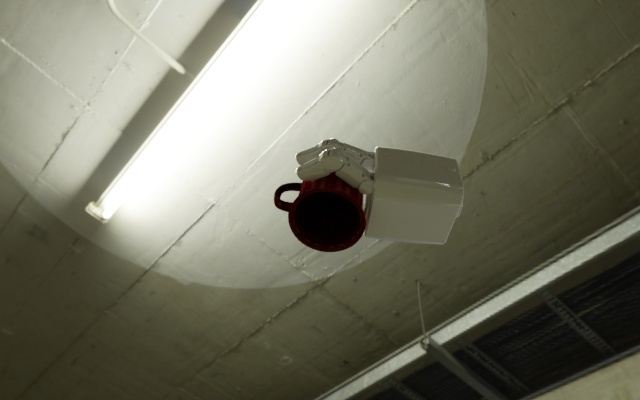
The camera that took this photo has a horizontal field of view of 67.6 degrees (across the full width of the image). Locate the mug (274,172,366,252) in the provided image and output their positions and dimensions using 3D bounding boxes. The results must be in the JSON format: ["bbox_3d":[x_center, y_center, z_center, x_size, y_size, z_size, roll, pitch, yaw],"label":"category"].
[{"bbox_3d":[-0.001,0.002,0.598,0.117,0.093,0.081,8,33,3],"label":"mug"}]
